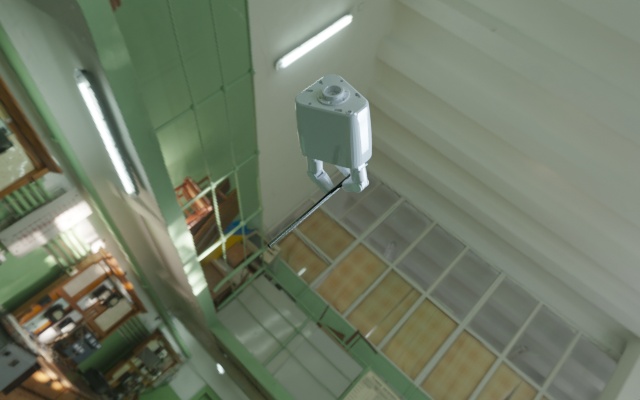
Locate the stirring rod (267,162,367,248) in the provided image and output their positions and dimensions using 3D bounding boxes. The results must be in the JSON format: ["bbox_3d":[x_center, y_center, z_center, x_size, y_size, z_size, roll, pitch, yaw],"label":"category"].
[{"bbox_3d":[0.000,0.003,0.814,0.239,0.011,0.011,-41,20,-26],"label":"stirring rod"}]
